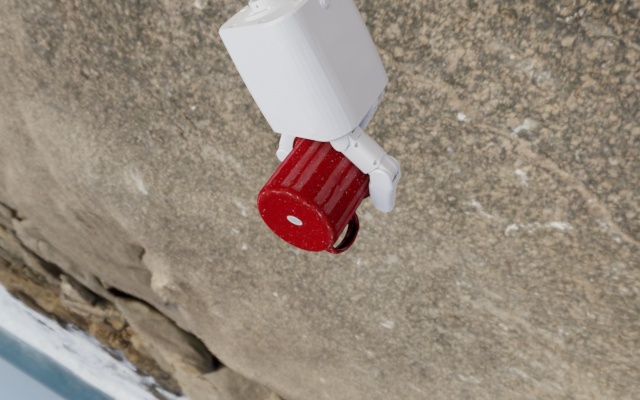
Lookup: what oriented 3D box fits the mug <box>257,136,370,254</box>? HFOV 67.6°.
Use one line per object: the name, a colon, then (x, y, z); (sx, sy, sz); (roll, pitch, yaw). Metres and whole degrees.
mug: (0.001, 0.003, 0.449); (0.093, 0.117, 0.081); (0, 43, 40)
